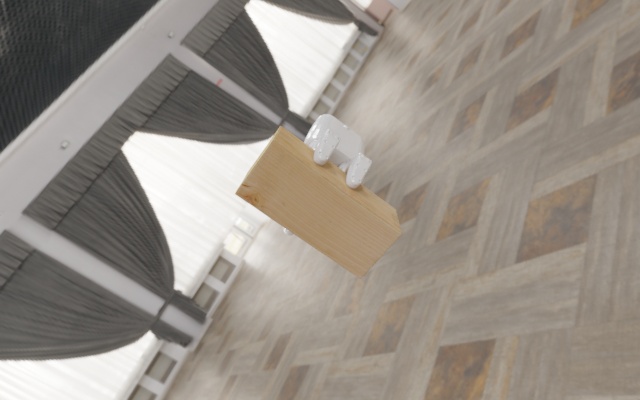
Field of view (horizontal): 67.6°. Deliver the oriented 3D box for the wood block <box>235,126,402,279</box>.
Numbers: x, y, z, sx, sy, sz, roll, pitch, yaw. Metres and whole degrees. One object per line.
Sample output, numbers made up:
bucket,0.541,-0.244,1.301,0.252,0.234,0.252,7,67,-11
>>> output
wood block,0.000,0.002,0.656,0.206,0.091,0.090,35,19,-11
